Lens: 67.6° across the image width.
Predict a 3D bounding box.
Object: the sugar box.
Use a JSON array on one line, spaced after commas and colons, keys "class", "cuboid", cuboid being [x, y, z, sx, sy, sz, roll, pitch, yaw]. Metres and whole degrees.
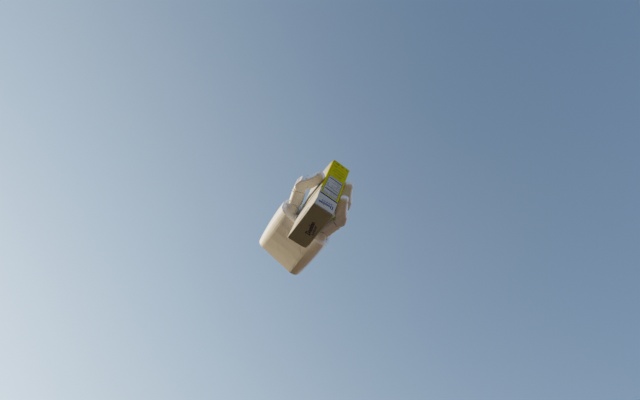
[{"class": "sugar box", "cuboid": [0.001, 0.003, 0.879, 0.048, 0.093, 0.176, 33, 32, -8]}]
